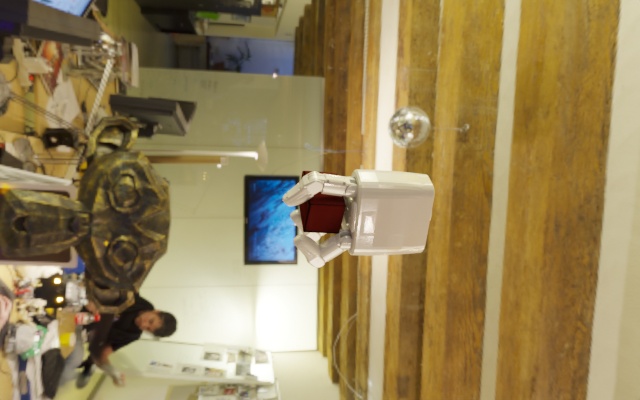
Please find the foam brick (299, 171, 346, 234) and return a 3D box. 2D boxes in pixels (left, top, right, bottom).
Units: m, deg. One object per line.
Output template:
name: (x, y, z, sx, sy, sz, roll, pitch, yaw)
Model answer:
foam brick: (0.000, 0.002, 0.670, 0.051, 0.053, 0.078, 2, 39, -11)
